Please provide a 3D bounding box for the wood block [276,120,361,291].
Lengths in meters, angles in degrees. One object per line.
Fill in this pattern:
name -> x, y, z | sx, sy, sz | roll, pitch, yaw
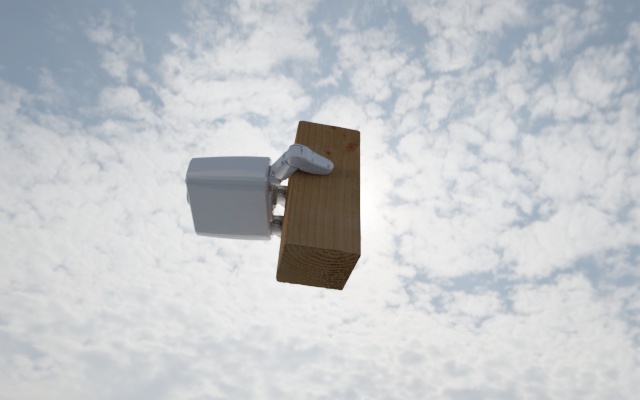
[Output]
wood block -> 0.000, 0.002, 0.630 | 0.090, 0.206, 0.091 | 9, -39, -7
